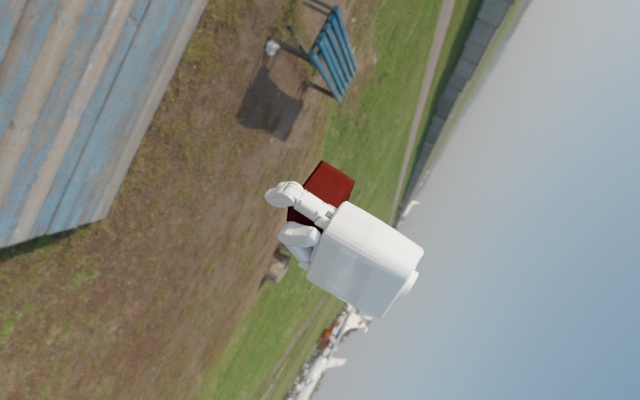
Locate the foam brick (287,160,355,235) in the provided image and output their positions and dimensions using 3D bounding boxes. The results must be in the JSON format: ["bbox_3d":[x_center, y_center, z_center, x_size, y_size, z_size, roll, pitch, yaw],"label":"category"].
[{"bbox_3d":[0.000,0.002,0.591,0.051,0.078,0.053,30,-28,10],"label":"foam brick"}]
